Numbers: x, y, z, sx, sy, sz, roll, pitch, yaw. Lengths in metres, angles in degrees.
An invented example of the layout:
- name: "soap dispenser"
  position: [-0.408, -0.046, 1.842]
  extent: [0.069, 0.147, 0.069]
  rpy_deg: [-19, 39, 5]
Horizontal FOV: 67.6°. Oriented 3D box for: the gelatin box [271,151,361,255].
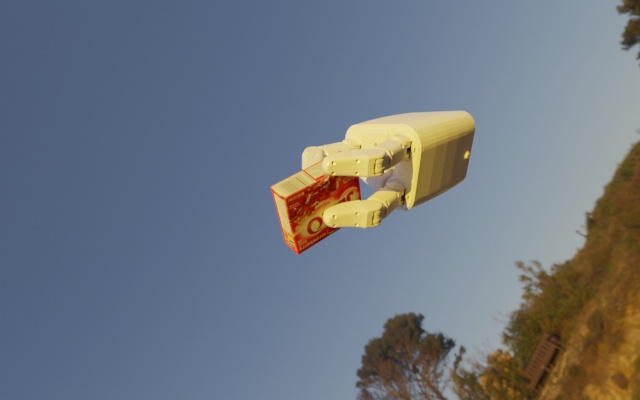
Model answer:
- name: "gelatin box"
  position: [0.000, 0.002, 0.481]
  extent: [0.089, 0.073, 0.030]
  rpy_deg: [-29, 42, -23]
